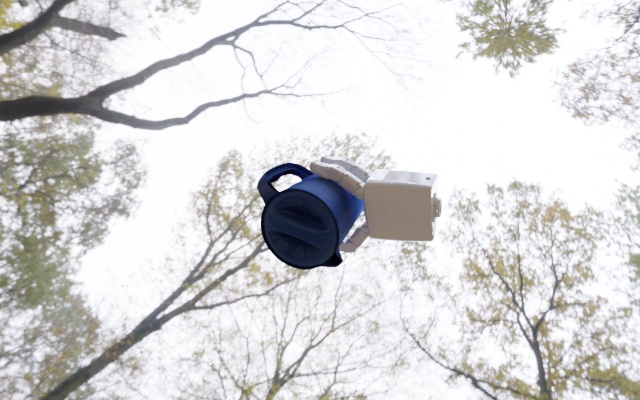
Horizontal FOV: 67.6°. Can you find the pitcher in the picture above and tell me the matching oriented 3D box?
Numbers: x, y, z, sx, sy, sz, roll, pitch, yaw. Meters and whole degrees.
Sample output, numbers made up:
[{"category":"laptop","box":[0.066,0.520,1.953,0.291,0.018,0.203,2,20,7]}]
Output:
[{"category":"pitcher","box":[0.000,0.003,0.830,0.145,0.149,0.242,2,19,21]}]
